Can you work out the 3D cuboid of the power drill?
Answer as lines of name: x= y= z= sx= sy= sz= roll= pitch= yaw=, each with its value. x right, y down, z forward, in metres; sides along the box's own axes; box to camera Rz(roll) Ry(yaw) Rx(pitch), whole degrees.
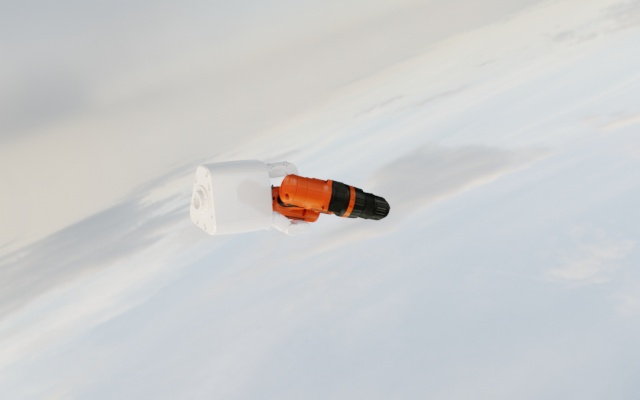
power drill: x=0.000 y=0.003 z=0.805 sx=0.184 sy=0.057 sz=0.187 roll=14 pitch=-12 yaw=-21
